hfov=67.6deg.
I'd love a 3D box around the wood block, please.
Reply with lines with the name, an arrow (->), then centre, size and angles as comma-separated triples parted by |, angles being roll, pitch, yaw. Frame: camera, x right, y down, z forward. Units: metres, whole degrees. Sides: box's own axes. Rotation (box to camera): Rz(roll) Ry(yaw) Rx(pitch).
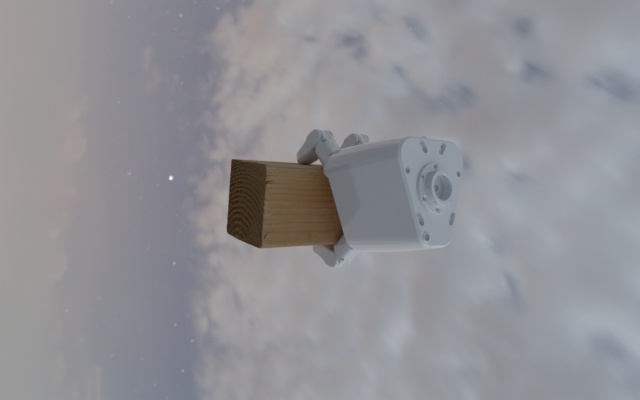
wood block -> 0.000, 0.002, 0.584 | 0.206, 0.091, 0.090 | 1, 7, -35
